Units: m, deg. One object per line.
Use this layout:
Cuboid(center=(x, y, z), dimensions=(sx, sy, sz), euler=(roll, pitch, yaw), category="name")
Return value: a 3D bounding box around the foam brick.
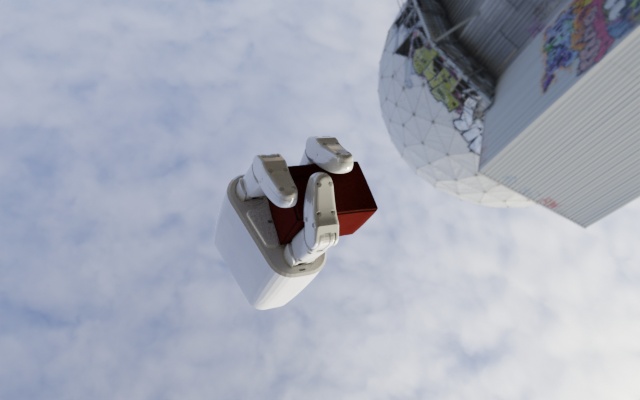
Cuboid(center=(0.000, 0.001, 0.429), dimensions=(0.078, 0.053, 0.051), euler=(-6, -27, -26), category="foam brick")
